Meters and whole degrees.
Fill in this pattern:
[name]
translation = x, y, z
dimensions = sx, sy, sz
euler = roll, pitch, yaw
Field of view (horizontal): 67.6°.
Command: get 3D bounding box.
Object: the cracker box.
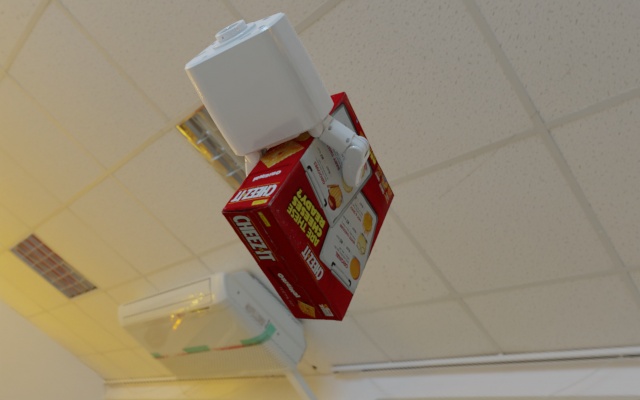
[cracker box]
translation = 0.000, 0.002, 0.548
dimensions = 0.072, 0.164, 0.213
euler = -8, 35, 34
